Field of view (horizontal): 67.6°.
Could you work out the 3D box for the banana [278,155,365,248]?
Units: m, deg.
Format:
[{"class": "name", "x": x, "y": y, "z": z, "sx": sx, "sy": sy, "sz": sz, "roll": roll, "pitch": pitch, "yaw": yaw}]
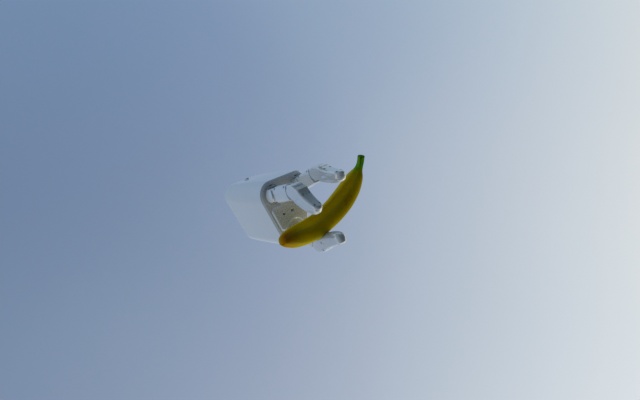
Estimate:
[{"class": "banana", "x": 0.008, "y": 0.014, "z": 0.719, "sx": 0.037, "sy": 0.070, "sz": 0.197, "roll": 16, "pitch": 53, "yaw": 39}]
